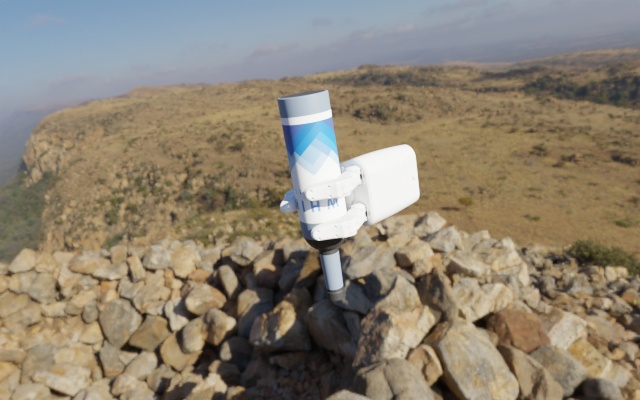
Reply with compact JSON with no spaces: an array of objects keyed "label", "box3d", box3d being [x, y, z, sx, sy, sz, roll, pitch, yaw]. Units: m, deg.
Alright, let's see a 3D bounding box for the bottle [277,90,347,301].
[{"label":"bottle","box3d":[0.000,0.002,0.658,0.069,0.296,0.069,-9,17,3]}]
